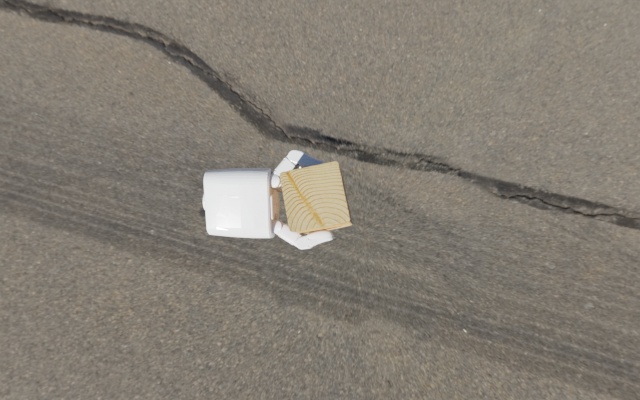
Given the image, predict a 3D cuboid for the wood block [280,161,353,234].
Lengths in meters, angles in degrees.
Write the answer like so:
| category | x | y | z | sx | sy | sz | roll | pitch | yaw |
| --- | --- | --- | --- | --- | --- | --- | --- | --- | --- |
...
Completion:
| category | x | y | z | sx | sy | sz | roll | pitch | yaw |
| --- | --- | --- | --- | --- | --- | --- | --- | --- | --- |
| wood block | 0.000 | 0.003 | 0.781 | 0.090 | 0.091 | 0.206 | -11 | -5 | 4 |
